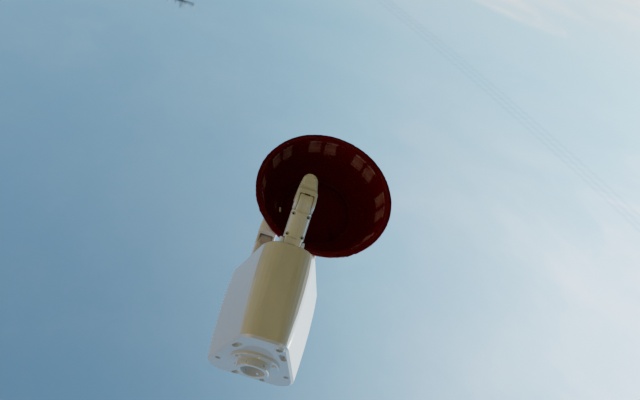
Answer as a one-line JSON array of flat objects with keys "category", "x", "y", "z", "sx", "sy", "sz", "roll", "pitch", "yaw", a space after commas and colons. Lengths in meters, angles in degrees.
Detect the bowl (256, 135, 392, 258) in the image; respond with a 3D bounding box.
[{"category": "bowl", "x": 0.001, "y": 0.001, "z": 0.574, "sx": 0.162, "sy": 0.162, "sz": 0.055, "roll": 0, "pitch": -27, "yaw": -15}]
